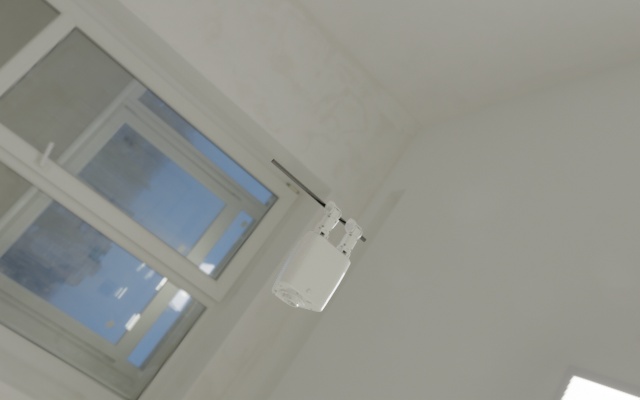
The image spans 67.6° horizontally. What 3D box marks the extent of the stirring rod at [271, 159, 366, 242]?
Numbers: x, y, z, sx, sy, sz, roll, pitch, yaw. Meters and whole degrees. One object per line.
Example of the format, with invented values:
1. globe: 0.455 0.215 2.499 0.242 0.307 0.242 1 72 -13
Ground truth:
1. stirring rod: 0.000 0.003 0.898 0.239 0.011 0.011 41 -15 -17
